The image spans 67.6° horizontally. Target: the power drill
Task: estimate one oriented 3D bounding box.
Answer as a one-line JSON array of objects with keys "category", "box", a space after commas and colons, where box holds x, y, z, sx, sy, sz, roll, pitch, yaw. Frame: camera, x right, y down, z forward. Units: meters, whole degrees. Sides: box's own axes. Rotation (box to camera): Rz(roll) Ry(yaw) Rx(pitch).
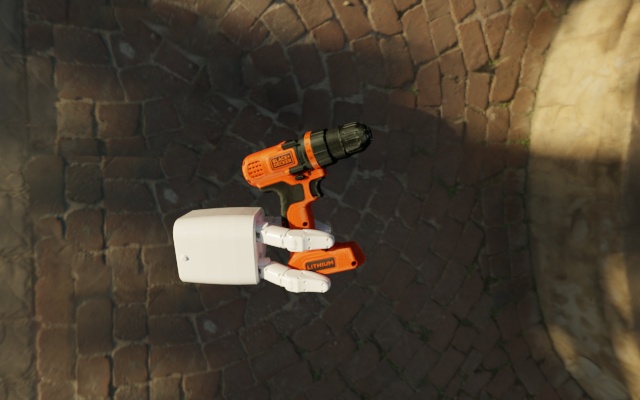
[{"category": "power drill", "box": [0.000, 0.003, 0.640, 0.184, 0.187, 0.057, -15, 1, 21]}]
